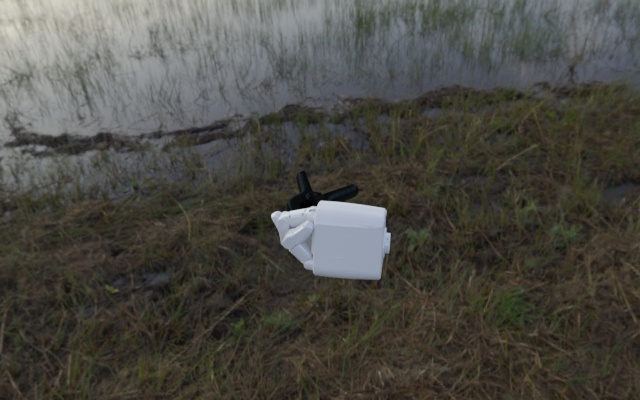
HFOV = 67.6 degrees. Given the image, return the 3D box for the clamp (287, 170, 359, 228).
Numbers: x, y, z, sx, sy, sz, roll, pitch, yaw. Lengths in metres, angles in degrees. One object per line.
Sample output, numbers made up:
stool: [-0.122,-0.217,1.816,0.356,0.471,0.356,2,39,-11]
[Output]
clamp: [0.000,0.002,0.840,0.120,0.039,0.171,6,35,9]
